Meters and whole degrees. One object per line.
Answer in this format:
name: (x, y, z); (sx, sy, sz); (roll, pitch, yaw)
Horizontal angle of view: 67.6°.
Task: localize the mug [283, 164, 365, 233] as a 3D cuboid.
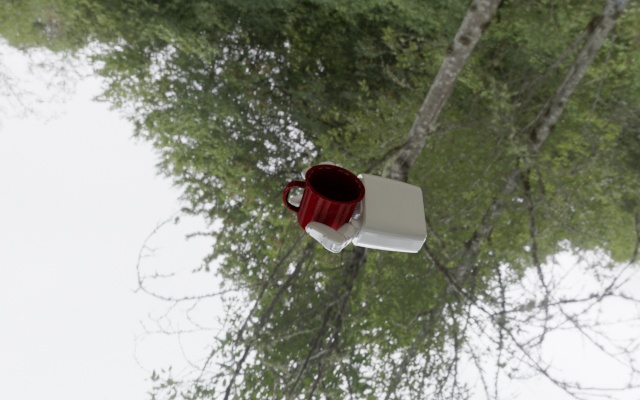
mug: (-0.001, 0.002, 0.725); (0.117, 0.081, 0.093); (10, 38, -12)
